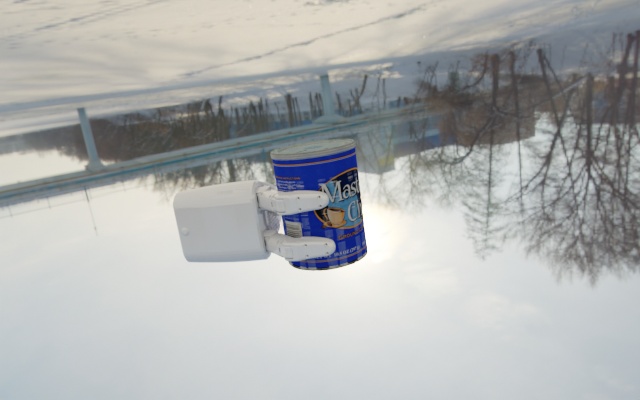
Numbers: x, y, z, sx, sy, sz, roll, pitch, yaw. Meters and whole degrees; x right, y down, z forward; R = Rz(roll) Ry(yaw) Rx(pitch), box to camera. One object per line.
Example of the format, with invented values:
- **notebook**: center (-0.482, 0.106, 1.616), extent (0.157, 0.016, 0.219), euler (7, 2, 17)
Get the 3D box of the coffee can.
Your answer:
- **coffee can**: center (0.000, 0.002, 0.587), extent (0.103, 0.140, 0.102), euler (-8, 13, 2)
